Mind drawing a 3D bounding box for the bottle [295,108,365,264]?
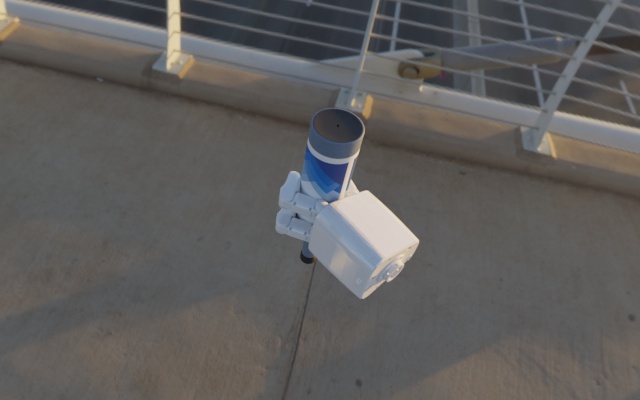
[{"bbox_3d":[0.000,0.002,0.690,0.069,0.069,0.296,0,-39,-11],"label":"bottle"}]
